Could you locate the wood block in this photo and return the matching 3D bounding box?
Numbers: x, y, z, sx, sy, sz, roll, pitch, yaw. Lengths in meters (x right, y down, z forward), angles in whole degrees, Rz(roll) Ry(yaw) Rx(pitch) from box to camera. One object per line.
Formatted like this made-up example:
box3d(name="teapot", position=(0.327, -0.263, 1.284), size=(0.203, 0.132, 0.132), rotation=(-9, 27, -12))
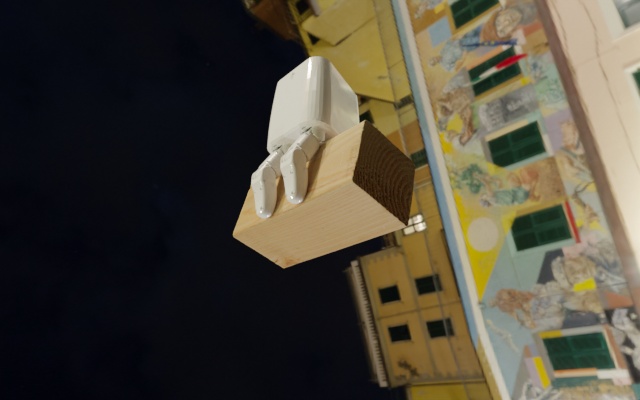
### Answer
box3d(name="wood block", position=(0.000, 0.002, 0.570), size=(0.091, 0.090, 0.206), rotation=(36, -40, -28))
